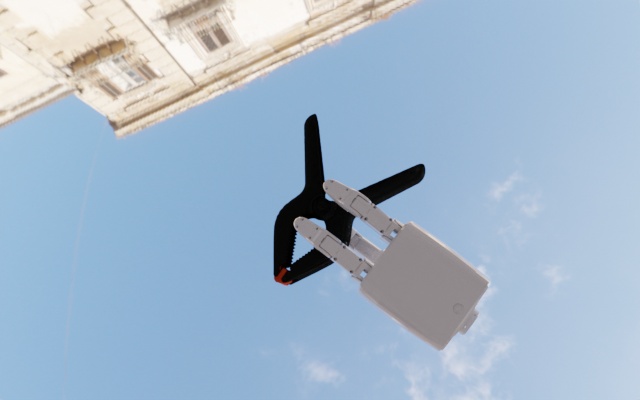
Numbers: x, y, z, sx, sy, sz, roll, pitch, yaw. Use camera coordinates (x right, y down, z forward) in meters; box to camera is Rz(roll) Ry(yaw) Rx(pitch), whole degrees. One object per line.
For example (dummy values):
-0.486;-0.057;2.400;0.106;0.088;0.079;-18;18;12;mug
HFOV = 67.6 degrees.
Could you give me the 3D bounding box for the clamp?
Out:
0.000;0.003;0.571;0.164;0.210;0.036;36;-6;22;clamp
